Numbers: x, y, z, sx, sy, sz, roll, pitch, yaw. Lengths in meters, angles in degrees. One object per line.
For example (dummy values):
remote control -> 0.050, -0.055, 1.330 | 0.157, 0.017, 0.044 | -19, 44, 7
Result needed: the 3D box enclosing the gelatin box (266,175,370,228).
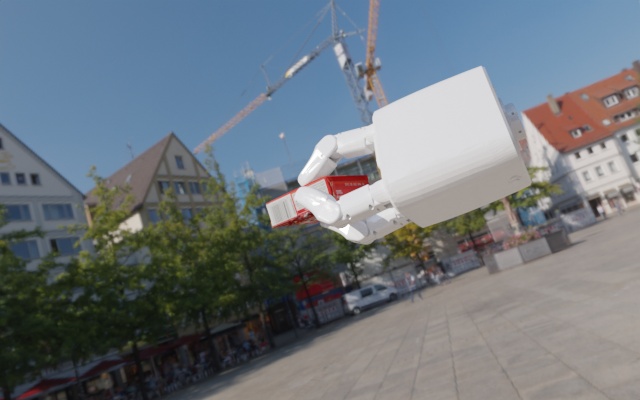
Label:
gelatin box -> 0.000, 0.001, 0.502 | 0.089, 0.030, 0.073 | -23, -12, 36
